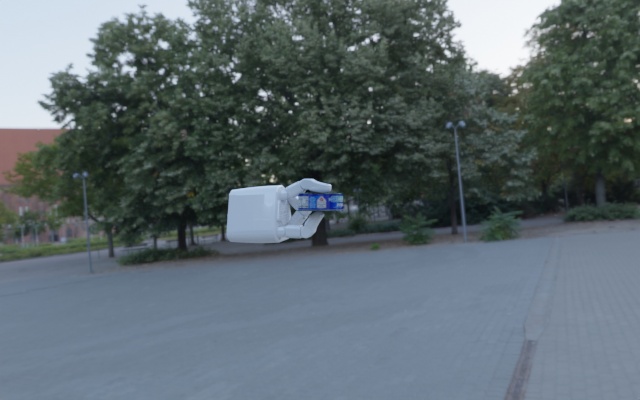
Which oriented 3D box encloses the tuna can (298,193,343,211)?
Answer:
[{"bbox_3d":[0.000,0.002,0.898,0.086,0.034,0.086,0,0,0],"label":"tuna can"}]
